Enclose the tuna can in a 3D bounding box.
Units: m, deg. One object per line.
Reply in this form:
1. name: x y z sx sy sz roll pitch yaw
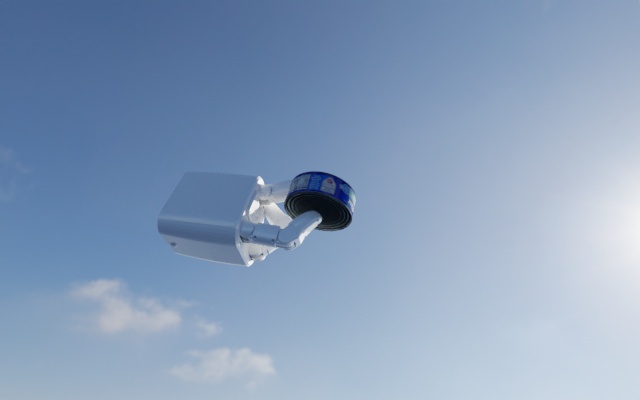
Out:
1. tuna can: 0.000 0.001 0.590 0.086 0.033 0.086 11 -32 7
